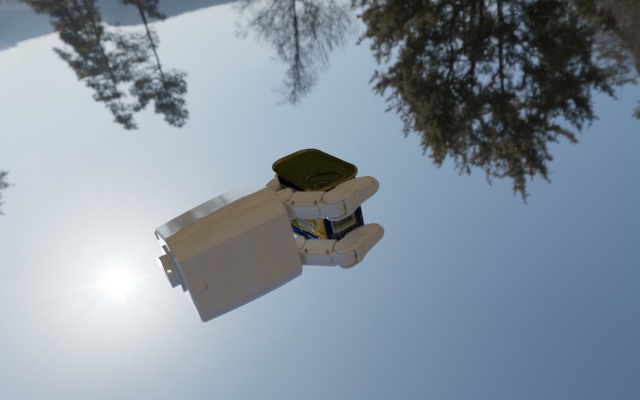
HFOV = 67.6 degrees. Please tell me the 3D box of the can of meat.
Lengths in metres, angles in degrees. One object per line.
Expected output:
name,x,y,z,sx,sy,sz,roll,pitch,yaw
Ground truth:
can of meat,0.000,0.002,0.501,0.057,0.084,0.102,-27,31,-24
